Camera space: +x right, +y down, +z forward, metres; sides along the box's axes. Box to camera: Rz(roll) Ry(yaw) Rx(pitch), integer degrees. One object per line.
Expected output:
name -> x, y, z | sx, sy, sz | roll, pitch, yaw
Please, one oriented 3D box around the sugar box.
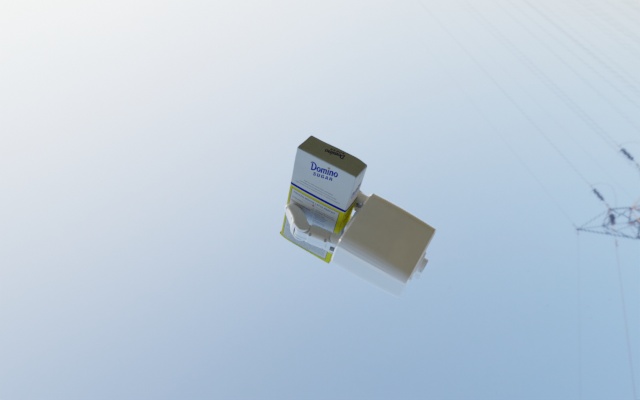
sugar box -> 0.000, 0.002, 0.687 | 0.093, 0.176, 0.048 | 29, 42, 14
